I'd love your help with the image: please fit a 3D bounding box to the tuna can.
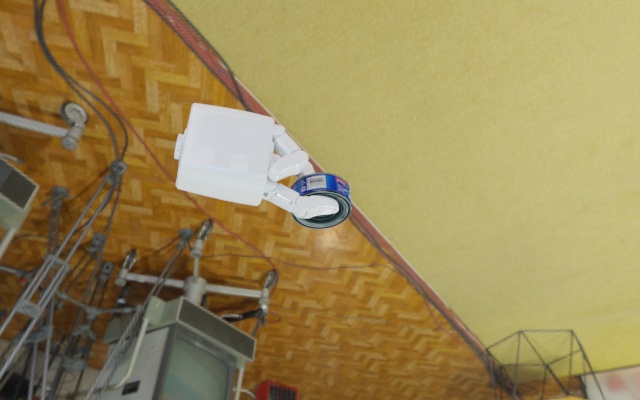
[{"bbox_3d":[0.000,0.003,0.656,0.086,0.033,0.086,-3,-39,-2],"label":"tuna can"}]
